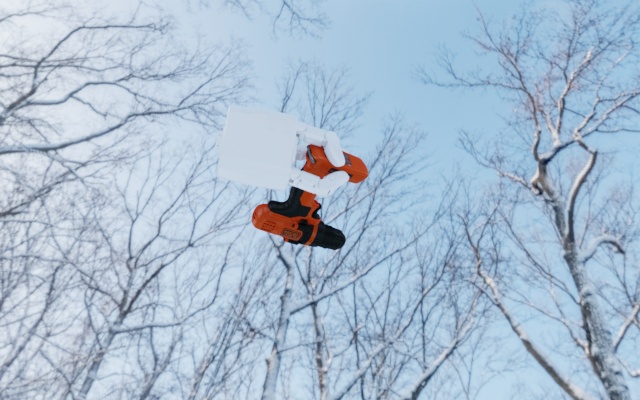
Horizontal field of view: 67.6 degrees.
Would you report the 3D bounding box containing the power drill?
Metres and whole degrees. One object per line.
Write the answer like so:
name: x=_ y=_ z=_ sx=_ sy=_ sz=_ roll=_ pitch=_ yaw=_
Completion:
power drill: x=0.000 y=0.002 z=0.811 sx=0.184 sy=0.188 sz=0.057 roll=18 pitch=32 yaw=-28
